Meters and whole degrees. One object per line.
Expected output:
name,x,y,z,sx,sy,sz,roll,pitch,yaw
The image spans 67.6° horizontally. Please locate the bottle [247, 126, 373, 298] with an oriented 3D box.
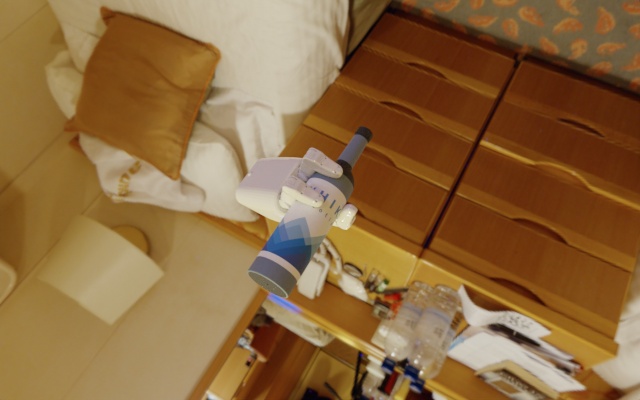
bottle,0.000,0.003,0.711,0.069,0.295,0.069,27,-25,13
